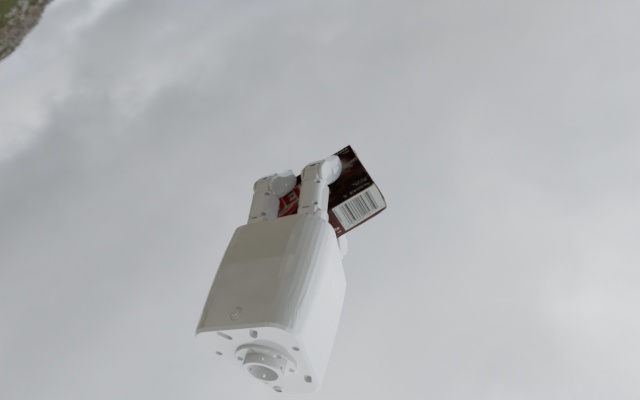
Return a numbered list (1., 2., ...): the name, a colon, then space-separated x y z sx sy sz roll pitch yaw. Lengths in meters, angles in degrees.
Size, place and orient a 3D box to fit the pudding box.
1. pudding box: 0.000 0.002 0.481 0.113 0.039 0.090 -29 33 4
